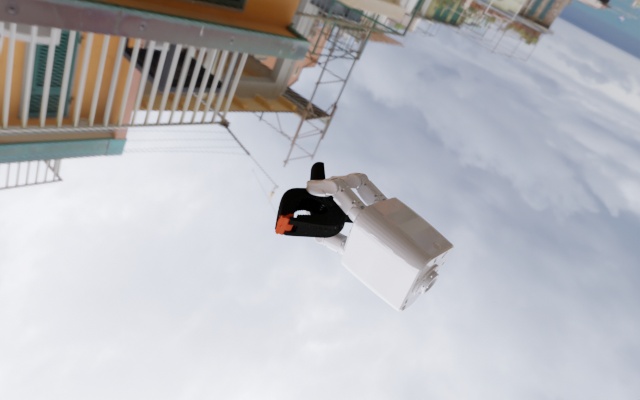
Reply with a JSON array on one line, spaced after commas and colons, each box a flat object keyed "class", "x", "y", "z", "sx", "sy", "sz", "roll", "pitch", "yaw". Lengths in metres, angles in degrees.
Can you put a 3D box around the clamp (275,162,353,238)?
[{"class": "clamp", "x": 0.000, "y": 0.003, "z": 0.681, "sx": 0.164, "sy": 0.036, "sz": 0.210, "roll": 38, "pitch": 31, "yaw": 27}]
